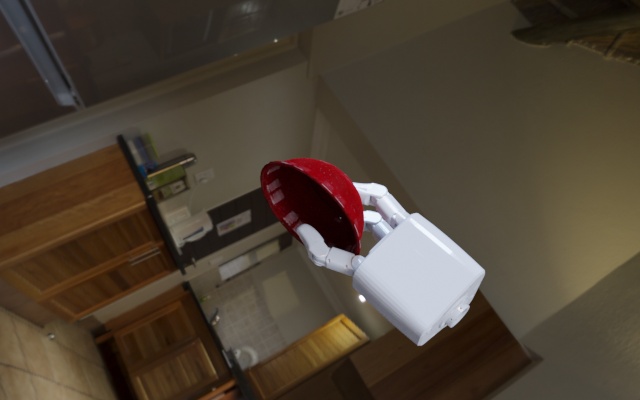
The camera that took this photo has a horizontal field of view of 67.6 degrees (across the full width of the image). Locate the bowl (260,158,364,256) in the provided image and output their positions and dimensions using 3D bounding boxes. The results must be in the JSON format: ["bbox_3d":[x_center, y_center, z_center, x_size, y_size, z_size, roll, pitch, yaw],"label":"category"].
[{"bbox_3d":[-0.001,0.001,0.605,0.055,0.162,0.162,-45,25,-28],"label":"bowl"}]
